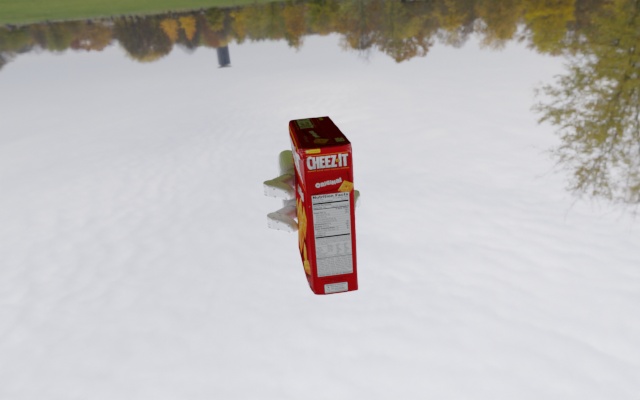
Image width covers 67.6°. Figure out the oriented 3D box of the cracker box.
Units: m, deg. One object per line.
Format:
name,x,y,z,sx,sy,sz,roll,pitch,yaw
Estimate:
cracker box,0.000,0.002,0.686,0.072,0.214,0.164,-7,22,-7
